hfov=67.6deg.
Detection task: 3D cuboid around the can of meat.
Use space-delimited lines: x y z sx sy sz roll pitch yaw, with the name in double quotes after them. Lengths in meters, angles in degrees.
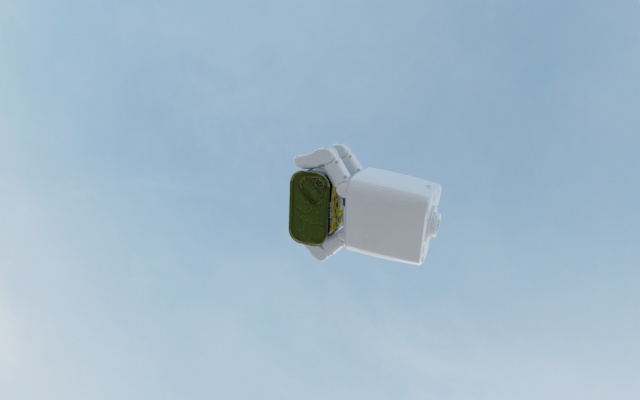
0.000 0.002 0.670 0.057 0.102 0.084 9 16 22 "can of meat"
